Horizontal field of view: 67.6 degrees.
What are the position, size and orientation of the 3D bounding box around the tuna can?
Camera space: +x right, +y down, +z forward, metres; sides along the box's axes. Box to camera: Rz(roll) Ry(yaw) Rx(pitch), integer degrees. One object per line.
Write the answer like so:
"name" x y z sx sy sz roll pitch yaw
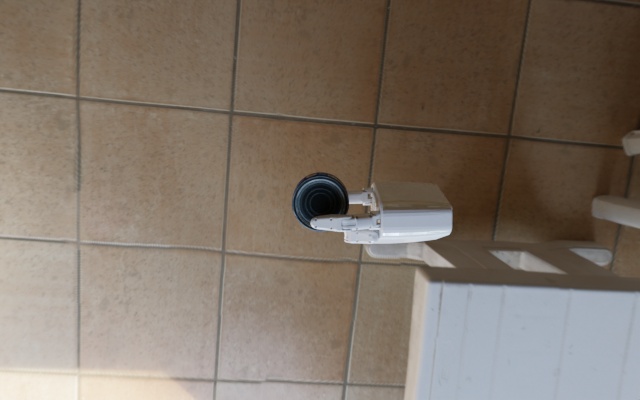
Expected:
"tuna can" 0.000 0.002 0.711 0.086 0.086 0.033 0 10 1
